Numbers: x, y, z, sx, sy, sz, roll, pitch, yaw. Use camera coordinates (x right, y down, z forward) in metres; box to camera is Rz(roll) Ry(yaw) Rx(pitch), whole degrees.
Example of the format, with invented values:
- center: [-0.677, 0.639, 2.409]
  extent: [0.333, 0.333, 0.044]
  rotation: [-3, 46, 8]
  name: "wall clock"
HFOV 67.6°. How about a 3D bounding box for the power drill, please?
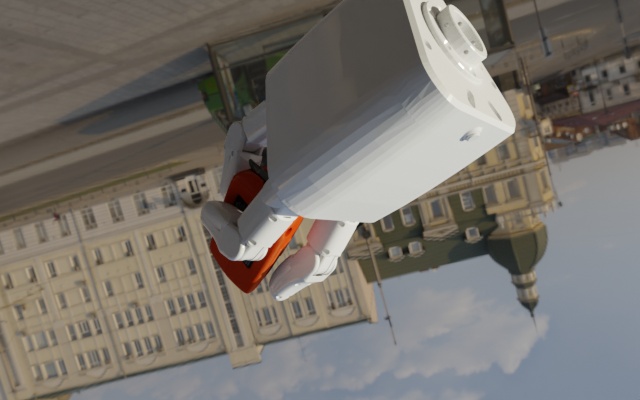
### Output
- center: [0.000, 0.001, 0.405]
  extent: [0.187, 0.057, 0.184]
  rotation: [-31, -21, -40]
  name: "power drill"
